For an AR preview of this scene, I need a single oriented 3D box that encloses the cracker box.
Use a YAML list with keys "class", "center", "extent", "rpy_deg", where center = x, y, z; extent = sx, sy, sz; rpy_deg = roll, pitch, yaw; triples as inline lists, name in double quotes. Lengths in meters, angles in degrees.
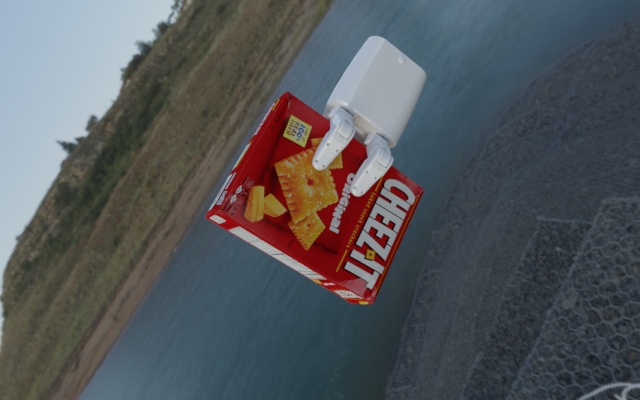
- class: "cracker box"
  center: [0.000, 0.002, 0.569]
  extent: [0.214, 0.164, 0.072]
  rpy_deg: [33, -18, -16]
